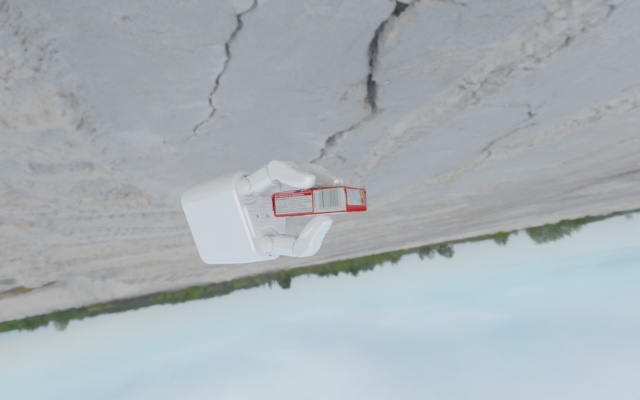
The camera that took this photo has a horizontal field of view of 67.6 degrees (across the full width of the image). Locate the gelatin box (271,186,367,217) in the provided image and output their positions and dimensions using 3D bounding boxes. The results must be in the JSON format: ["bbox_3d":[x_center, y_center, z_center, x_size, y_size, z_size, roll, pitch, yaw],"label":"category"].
[{"bbox_3d":[0.000,0.002,0.545,0.089,0.030,0.073,-5,-3,23],"label":"gelatin box"}]
